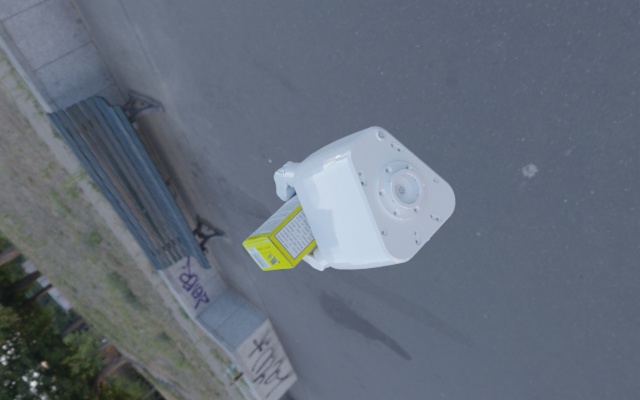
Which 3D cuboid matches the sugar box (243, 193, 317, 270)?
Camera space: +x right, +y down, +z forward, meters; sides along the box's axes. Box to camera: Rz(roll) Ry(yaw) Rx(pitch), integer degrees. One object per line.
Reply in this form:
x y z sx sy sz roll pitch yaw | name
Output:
0.000 0.002 0.525 0.176 0.048 0.093 -41 10 -25 | sugar box
